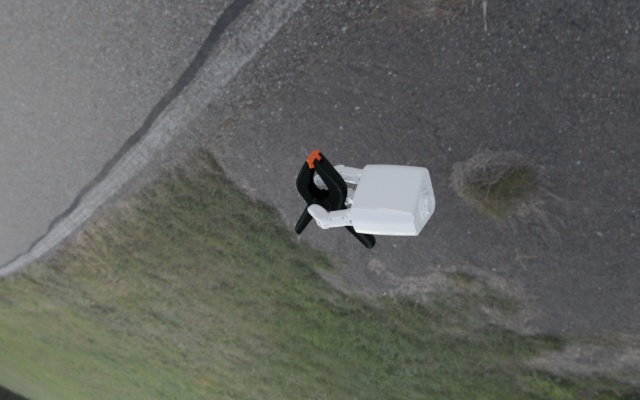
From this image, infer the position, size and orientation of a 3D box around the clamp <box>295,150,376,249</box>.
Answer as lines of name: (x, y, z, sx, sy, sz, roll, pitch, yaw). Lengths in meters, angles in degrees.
clamp: (0.000, 0.003, 0.853, 0.164, 0.210, 0.036, 2, 43, 30)
